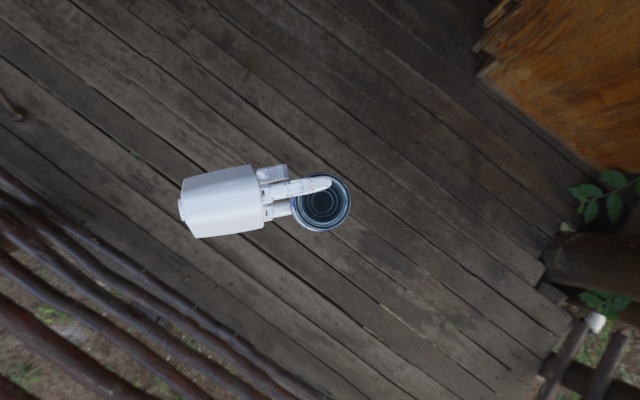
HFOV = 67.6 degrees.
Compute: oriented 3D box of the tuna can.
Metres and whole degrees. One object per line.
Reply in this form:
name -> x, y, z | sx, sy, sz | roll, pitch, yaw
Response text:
tuna can -> 0.000, 0.002, 0.699 | 0.086, 0.086, 0.034 | 0, -4, -12
